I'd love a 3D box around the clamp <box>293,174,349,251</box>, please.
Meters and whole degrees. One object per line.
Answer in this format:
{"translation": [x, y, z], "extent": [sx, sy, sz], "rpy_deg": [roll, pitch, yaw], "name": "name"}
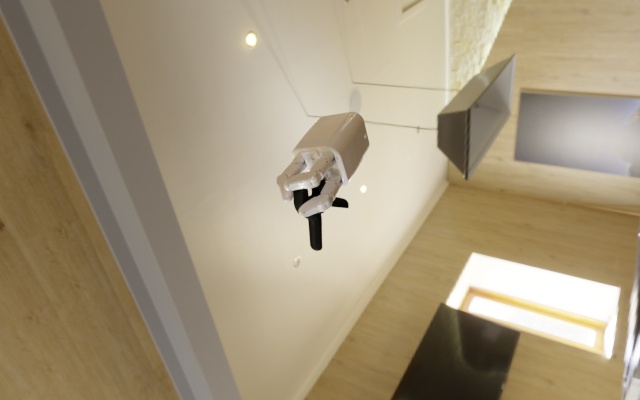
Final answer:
{"translation": [0.000, 0.003, 0.890], "extent": [0.039, 0.120, 0.172], "rpy_deg": [15, -35, 30], "name": "clamp"}
